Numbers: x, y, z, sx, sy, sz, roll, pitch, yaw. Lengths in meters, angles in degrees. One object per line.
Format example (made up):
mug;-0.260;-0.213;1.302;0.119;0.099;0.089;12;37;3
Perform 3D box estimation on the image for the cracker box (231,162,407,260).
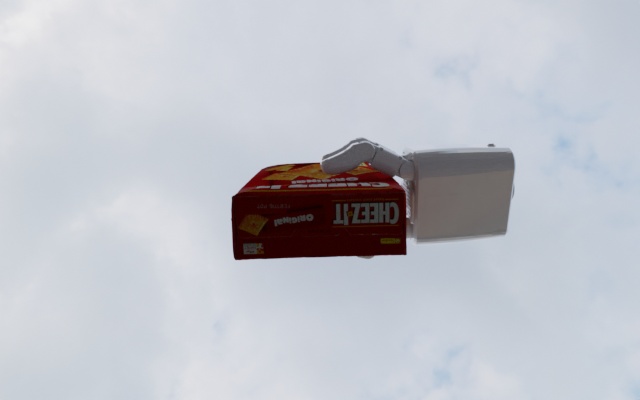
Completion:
cracker box;0.000;0.002;0.541;0.164;0.072;0.213;-2;11;1
